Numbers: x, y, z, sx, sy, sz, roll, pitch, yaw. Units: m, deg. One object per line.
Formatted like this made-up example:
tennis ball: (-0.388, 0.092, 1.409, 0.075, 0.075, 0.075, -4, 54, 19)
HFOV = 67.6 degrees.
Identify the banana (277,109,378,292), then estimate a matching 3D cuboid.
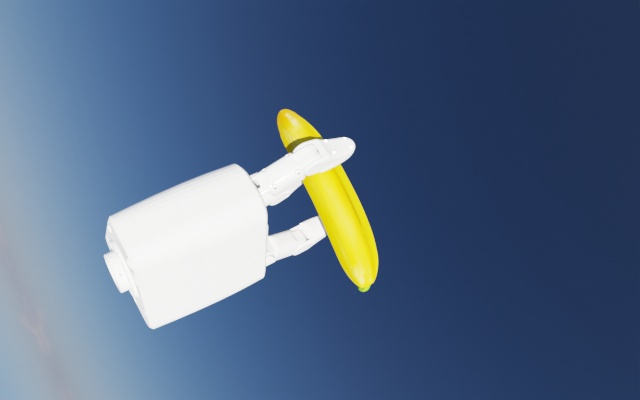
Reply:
banana: (0.009, 0.003, 0.441, 0.037, 0.198, 0.069, -26, 6, -24)
